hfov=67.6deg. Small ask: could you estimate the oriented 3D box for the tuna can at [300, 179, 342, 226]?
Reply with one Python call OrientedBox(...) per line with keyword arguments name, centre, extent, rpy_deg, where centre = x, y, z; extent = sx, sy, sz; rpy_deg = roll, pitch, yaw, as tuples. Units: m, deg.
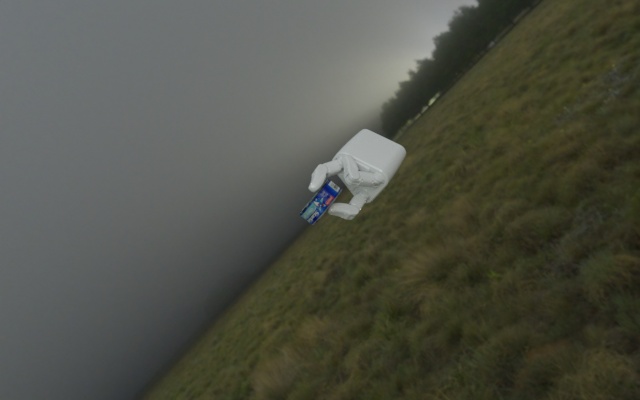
OrientedBox(name="tuna can", centre=(0.000, 0.003, 0.870), extent=(0.034, 0.086, 0.086), rpy_deg=(40, -2, -3))
